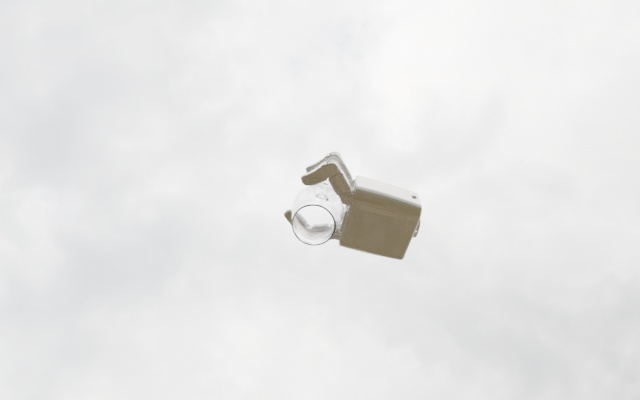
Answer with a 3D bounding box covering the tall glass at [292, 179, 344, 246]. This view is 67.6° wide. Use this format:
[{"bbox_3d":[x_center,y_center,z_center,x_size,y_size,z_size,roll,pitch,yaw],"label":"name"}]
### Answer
[{"bbox_3d":[0.000,0.002,0.754,0.079,0.079,0.201,0,19,6],"label":"tall glass"}]
